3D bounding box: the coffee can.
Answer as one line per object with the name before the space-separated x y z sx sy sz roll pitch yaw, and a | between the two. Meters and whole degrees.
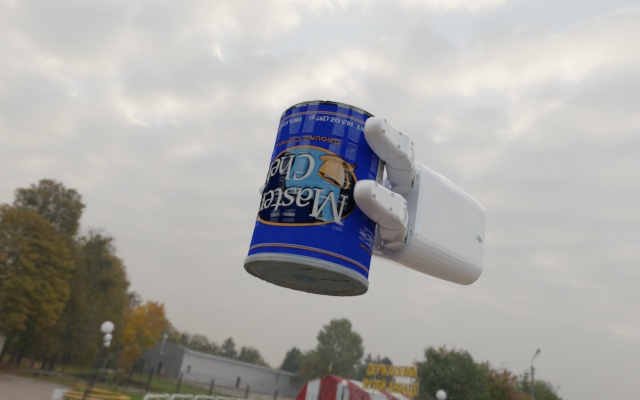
coffee can | 0.000 0.001 0.412 0.103 0.140 0.103 10 -21 4
